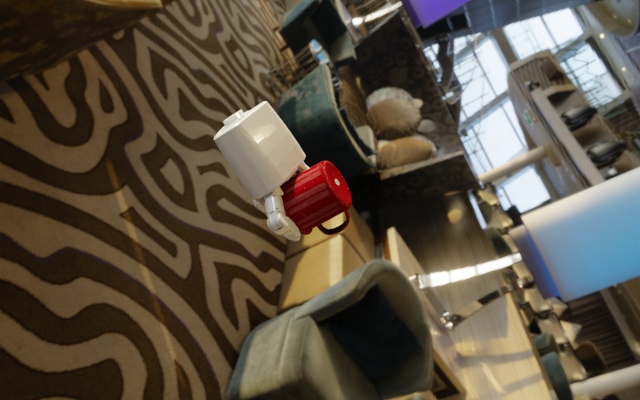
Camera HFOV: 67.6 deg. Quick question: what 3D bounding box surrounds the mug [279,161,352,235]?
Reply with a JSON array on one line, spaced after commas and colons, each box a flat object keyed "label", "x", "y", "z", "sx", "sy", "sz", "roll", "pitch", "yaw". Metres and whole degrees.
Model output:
[{"label": "mug", "x": 0.001, "y": 0.003, "z": 0.720, "sx": 0.081, "sy": 0.117, "sz": 0.093, "roll": -29, "pitch": 19, "yaw": 20}]
